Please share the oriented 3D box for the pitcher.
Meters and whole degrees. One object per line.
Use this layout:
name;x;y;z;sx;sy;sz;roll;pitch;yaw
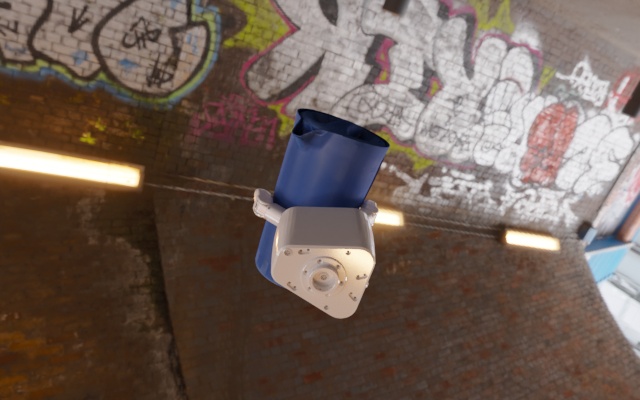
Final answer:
pitcher;0.000;0.002;0.684;0.149;0.243;0.145;19;19;-7
